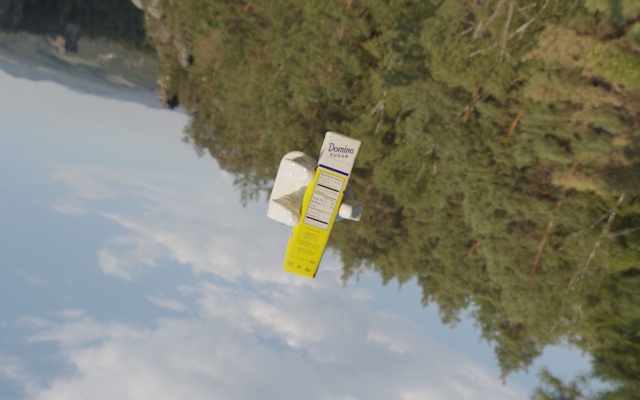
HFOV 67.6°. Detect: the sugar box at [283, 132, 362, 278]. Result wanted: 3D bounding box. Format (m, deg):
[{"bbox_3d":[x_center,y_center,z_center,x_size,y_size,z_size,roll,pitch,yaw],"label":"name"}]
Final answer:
[{"bbox_3d":[0.000,0.002,0.604,0.048,0.176,0.093,16,6,-4],"label":"sugar box"}]
